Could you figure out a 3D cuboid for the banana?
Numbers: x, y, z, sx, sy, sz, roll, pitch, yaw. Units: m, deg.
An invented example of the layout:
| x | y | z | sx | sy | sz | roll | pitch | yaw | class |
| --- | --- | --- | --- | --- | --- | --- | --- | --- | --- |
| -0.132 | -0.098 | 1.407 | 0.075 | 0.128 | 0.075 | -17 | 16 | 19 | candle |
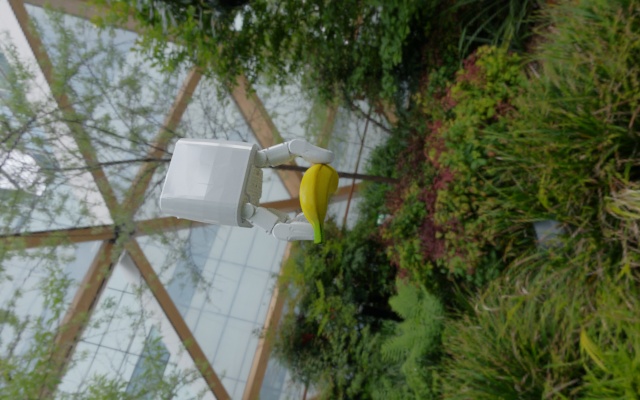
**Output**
| x | y | z | sx | sy | sz | roll | pitch | yaw | class |
| --- | --- | --- | --- | --- | --- | --- | --- | --- | --- |
| -0.001 | -0.014 | 0.619 | 0.037 | 0.070 | 0.197 | 2 | 20 | 8 | banana |
